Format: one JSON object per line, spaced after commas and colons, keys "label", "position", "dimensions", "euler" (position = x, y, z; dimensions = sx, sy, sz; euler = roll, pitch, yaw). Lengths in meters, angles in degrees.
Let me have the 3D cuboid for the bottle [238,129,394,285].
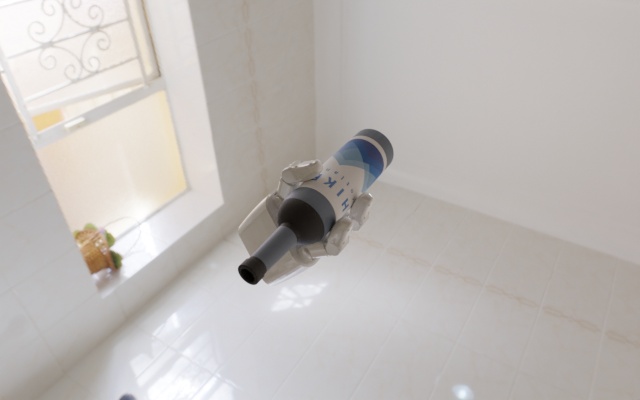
{"label": "bottle", "position": [0.000, 0.002, 0.603], "dimensions": [0.069, 0.069, 0.295], "euler": [0, 32, 38]}
